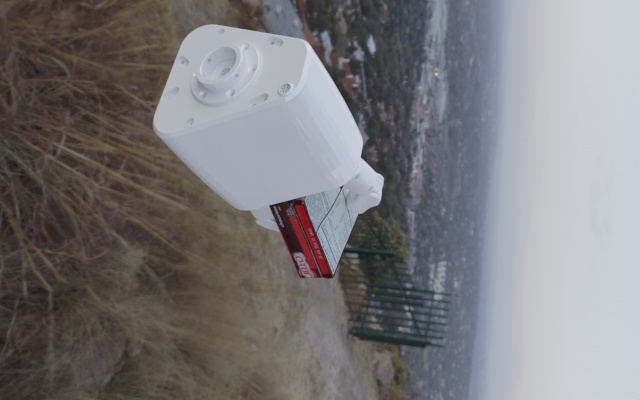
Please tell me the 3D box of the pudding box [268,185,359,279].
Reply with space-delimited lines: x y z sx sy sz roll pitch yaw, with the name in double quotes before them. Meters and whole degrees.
"pudding box" 0.000 0.001 0.436 0.039 0.090 0.113 -1 37 26
